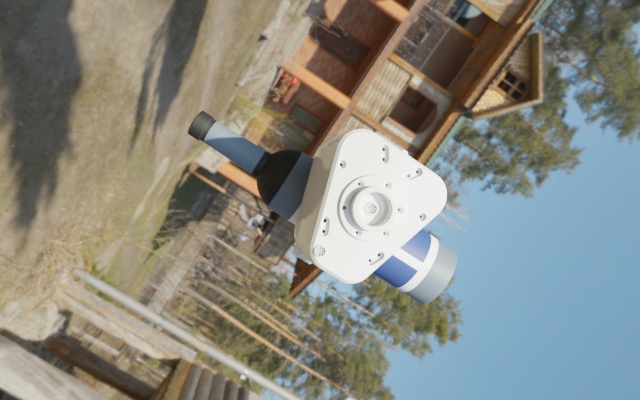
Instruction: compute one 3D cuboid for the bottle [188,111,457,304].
[{"bbox_3d":[0.000,0.002,0.487,0.296,0.069,0.069,33,-5,-7],"label":"bottle"}]
